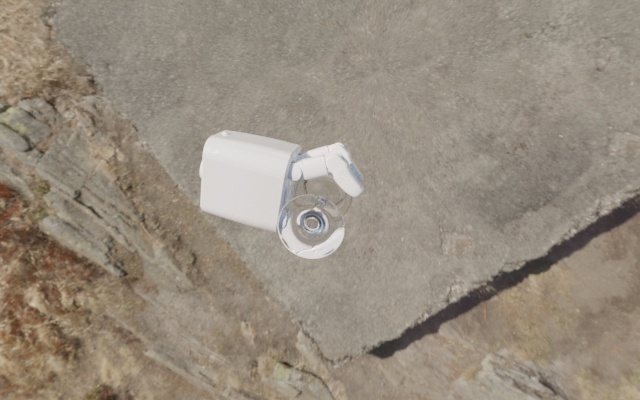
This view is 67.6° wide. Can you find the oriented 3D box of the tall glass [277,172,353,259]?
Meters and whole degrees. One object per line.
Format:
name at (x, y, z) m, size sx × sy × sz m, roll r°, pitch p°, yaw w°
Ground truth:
tall glass at (0.000, 0.002, 0.606) m, size 0.079 × 0.079 × 0.201 m, roll 0°, pitch 16°, yaw 7°
